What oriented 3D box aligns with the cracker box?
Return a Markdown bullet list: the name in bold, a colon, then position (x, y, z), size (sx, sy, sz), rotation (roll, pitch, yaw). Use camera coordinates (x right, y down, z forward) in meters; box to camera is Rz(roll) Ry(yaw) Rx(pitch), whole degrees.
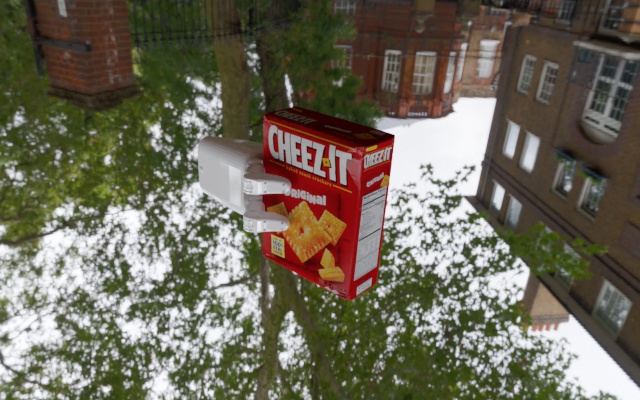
- **cracker box**: position (0.000, 0.002, 0.626), size (0.164, 0.214, 0.072), rotation (23, 32, 34)
